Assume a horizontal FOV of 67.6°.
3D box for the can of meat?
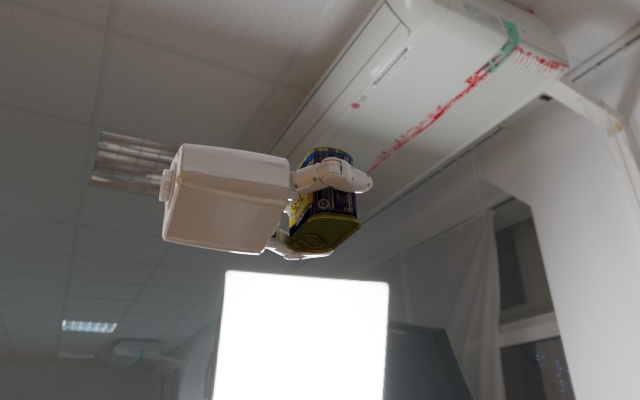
[{"bbox_3d":[0.000,0.001,0.526,0.057,0.084,0.102,8,-27,-20],"label":"can of meat"}]
